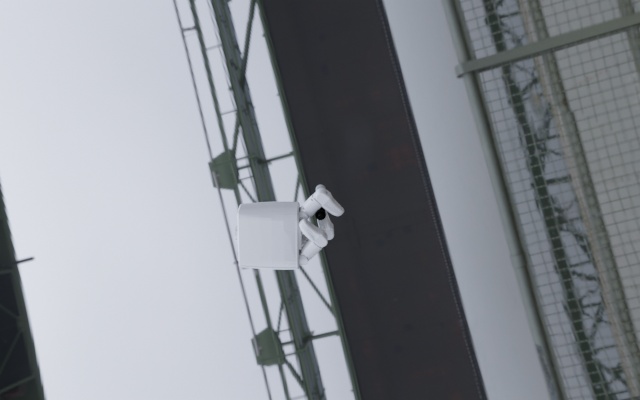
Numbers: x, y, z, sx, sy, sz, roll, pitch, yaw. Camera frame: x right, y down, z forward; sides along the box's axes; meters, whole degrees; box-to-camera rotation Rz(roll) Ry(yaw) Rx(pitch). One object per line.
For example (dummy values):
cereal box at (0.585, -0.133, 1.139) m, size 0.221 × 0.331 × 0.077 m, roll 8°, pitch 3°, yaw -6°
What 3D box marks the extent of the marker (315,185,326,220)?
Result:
marker at (0.000, 0.003, 0.867) m, size 0.020 × 0.020 × 0.121 m, roll 0°, pitch 25°, yaw 0°
